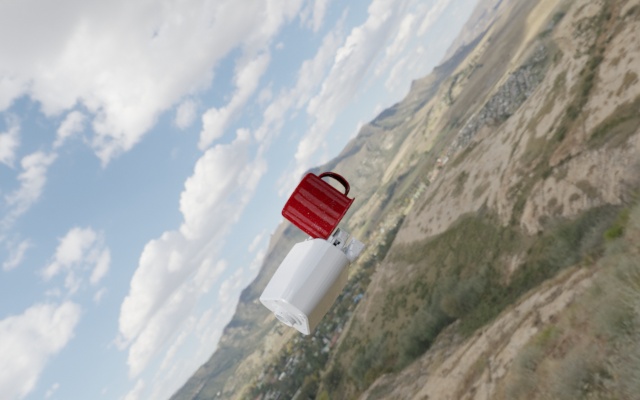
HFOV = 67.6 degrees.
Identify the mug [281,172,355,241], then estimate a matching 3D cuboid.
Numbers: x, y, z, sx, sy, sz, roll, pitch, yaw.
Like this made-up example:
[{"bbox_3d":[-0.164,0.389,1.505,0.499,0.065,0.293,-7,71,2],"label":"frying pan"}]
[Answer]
[{"bbox_3d":[0.001,0.001,0.735,0.081,0.117,0.093,35,-25,2],"label":"mug"}]
